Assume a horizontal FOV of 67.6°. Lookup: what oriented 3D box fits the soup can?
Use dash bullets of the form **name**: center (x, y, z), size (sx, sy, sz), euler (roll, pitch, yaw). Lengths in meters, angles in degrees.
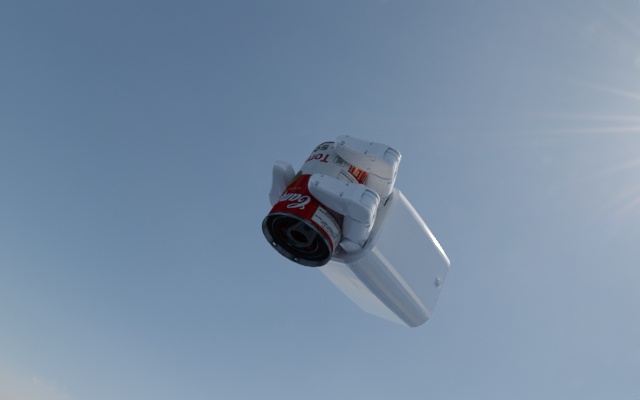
- **soup can**: center (0.000, 0.001, 0.445), size (0.068, 0.068, 0.102), euler (0, 43, 36)
